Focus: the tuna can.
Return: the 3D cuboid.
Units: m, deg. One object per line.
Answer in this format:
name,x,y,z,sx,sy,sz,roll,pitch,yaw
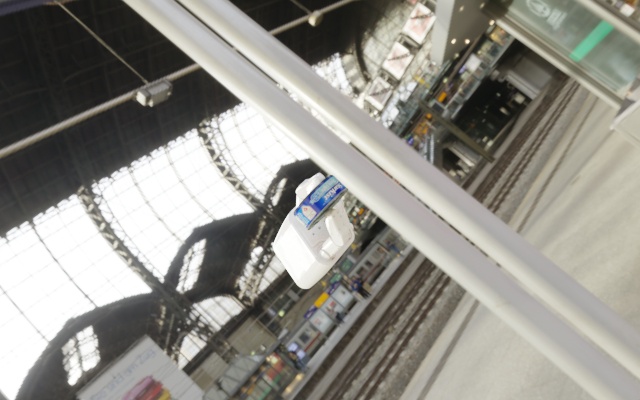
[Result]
tuna can,0.000,0.002,0.707,0.034,0.086,0.086,44,5,6
